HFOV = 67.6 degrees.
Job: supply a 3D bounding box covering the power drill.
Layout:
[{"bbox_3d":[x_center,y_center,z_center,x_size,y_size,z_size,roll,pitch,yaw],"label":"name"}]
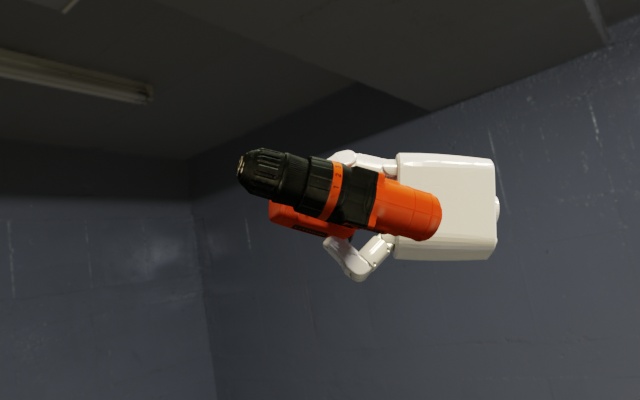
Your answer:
[{"bbox_3d":[0.000,0.002,0.476,0.184,0.057,0.187,17,-8,-14],"label":"power drill"}]
